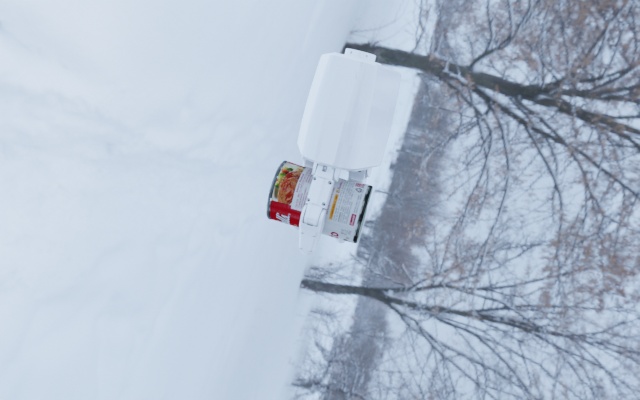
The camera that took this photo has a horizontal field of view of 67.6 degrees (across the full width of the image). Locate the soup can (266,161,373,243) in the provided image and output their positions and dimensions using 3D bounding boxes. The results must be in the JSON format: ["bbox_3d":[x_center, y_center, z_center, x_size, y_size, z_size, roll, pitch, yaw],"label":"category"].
[{"bbox_3d":[0.000,0.002,0.525,0.102,0.068,0.068,16,2,7],"label":"soup can"}]
